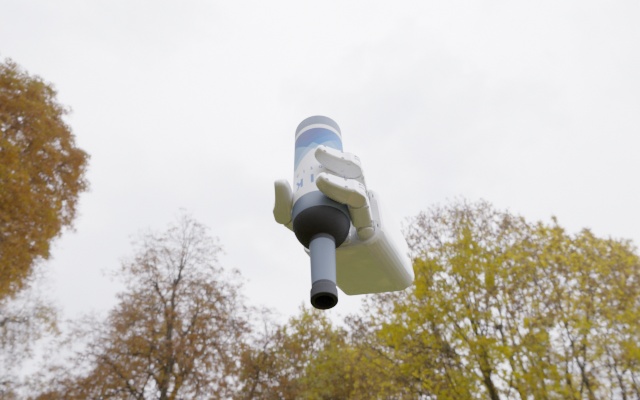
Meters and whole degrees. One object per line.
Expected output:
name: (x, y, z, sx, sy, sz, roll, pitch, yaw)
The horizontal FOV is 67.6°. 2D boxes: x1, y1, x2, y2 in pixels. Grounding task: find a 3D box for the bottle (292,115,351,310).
bottle: (0.000, 0.002, 0.567, 0.069, 0.069, 0.295, 0, 40, -2)
